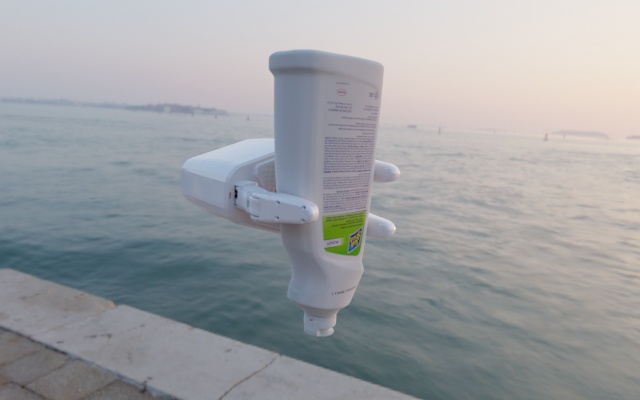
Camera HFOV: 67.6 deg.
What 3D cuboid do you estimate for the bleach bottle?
[{"bbox_3d":[0.000,0.001,0.429,0.102,0.251,0.068,-5,13,-40],"label":"bleach bottle"}]
